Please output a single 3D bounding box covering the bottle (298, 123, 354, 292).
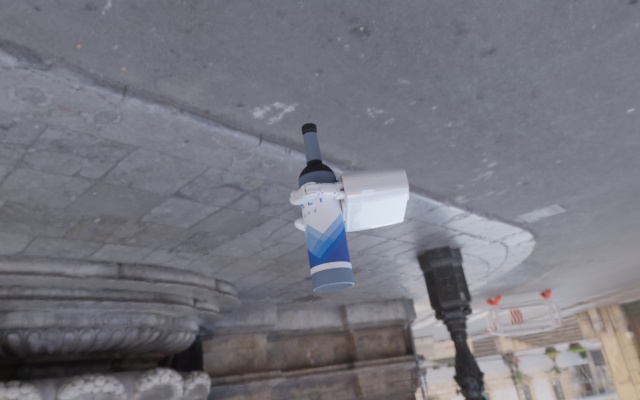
[{"bbox_3d":[0.000,0.003,0.810,0.069,0.295,0.069,-8,-21,-3],"label":"bottle"}]
